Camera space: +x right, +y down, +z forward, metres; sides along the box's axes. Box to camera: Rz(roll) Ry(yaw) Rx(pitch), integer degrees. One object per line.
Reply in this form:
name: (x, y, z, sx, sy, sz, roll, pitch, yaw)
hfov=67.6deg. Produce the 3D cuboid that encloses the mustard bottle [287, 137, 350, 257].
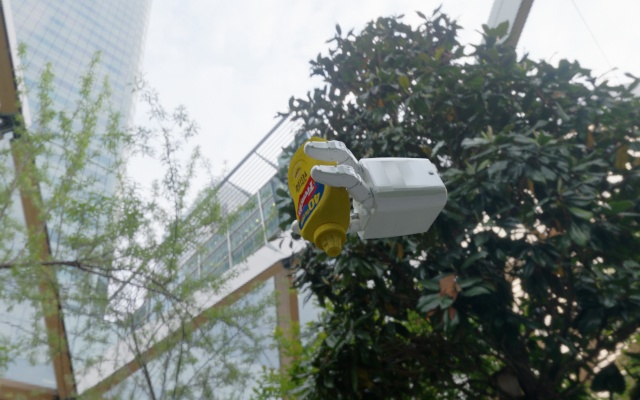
mustard bottle: (0.000, 0.002, 0.657, 0.058, 0.096, 0.191, 16, 35, -26)
